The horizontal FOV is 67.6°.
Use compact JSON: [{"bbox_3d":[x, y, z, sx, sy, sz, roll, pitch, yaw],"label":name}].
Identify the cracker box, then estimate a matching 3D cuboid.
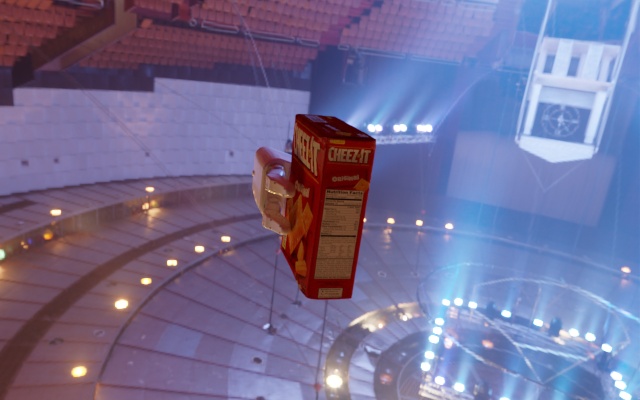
[{"bbox_3d":[0.000,0.002,0.650,0.072,0.214,0.164,1,19,-17],"label":"cracker box"}]
